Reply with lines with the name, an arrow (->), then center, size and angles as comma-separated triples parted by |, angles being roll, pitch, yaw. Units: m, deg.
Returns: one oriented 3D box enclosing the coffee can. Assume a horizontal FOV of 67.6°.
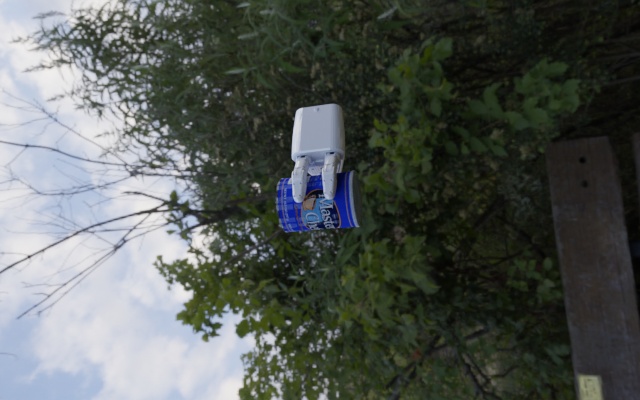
coffee can -> 0.000, 0.003, 0.879 | 0.140, 0.103, 0.103 | -5, -1, 13
